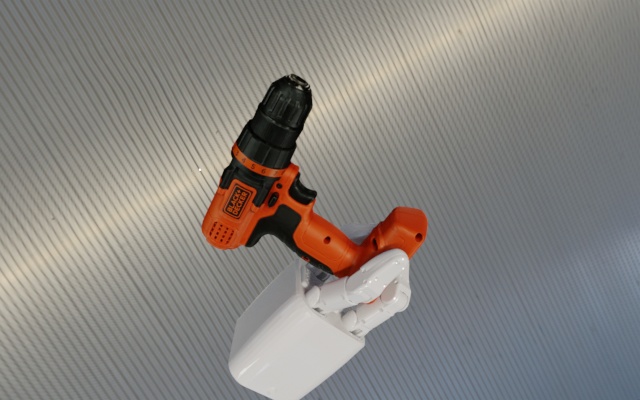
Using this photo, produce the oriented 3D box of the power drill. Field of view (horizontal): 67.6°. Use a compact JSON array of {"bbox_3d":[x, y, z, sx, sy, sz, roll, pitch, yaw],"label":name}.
[{"bbox_3d":[0.000,0.002,0.440,0.187,0.184,0.057,29,30,-5],"label":"power drill"}]
